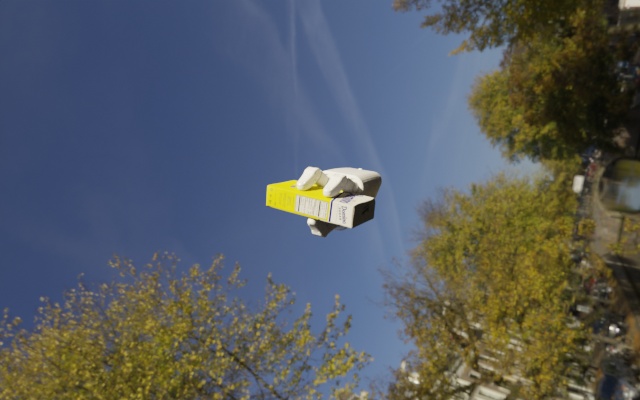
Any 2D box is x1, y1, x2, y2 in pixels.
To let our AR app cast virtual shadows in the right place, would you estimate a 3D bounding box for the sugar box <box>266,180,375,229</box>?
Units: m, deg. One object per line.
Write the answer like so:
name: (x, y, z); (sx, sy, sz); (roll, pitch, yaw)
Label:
sugar box: (0.000, 0.002, 0.851); (0.176, 0.048, 0.093); (11, 14, 28)
